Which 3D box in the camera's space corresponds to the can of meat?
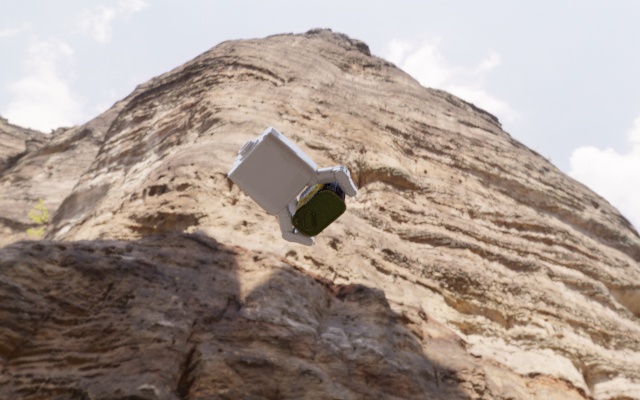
[{"bbox_3d":[0.000,0.003,0.852,0.102,0.057,0.084,-42,19,27],"label":"can of meat"}]
